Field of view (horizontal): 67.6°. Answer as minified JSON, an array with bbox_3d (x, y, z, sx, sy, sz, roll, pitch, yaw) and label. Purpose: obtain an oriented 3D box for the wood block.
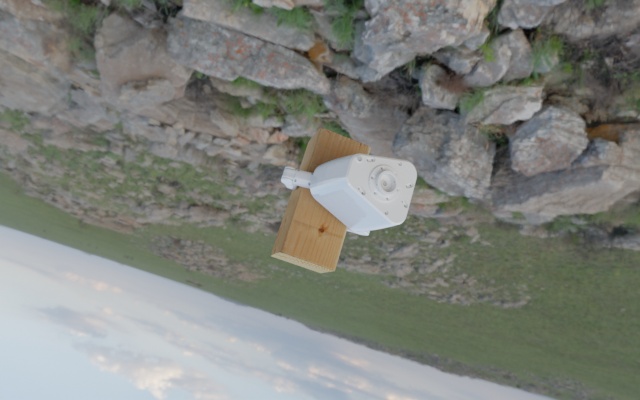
[{"bbox_3d":[0.000,0.002,0.766,0.091,0.206,0.090,21,-15,-11],"label":"wood block"}]
